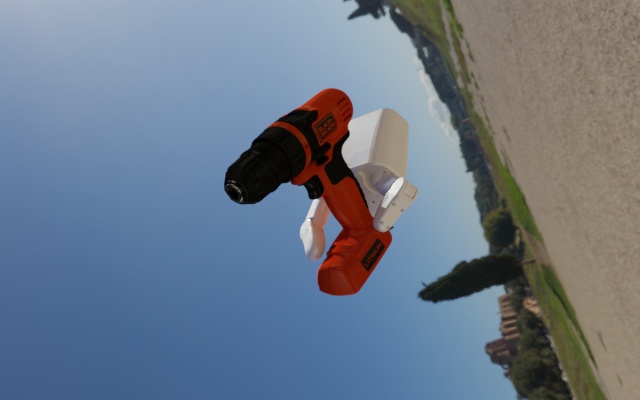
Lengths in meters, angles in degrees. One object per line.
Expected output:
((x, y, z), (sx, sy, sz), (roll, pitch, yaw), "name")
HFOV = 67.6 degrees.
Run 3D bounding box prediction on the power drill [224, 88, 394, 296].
((0.000, 0.002, 0.478), (0.057, 0.188, 0.184), (-1, 33, 39), "power drill")
